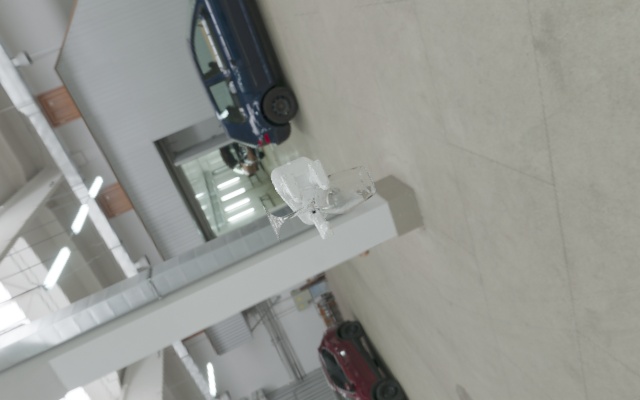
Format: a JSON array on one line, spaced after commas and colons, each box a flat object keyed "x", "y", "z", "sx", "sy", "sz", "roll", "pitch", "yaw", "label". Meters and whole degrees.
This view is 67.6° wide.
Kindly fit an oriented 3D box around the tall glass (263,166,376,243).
[{"x": 0.000, "y": 0.003, "z": 0.890, "sx": 0.201, "sy": 0.079, "sz": 0.079, "roll": -24, "pitch": 3, "yaw": -8, "label": "tall glass"}]
